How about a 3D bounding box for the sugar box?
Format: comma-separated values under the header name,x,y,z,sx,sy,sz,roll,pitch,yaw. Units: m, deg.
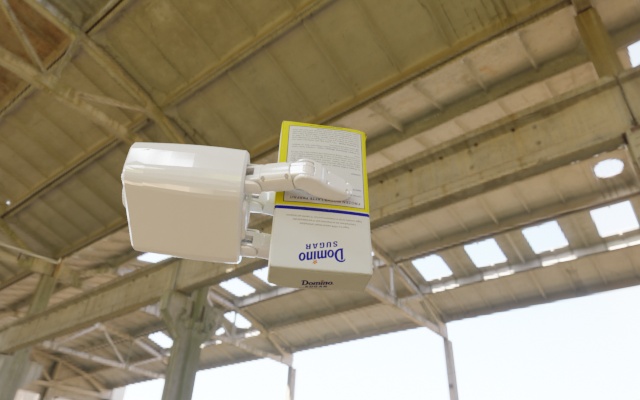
name,x,y,z,sx,sy,sz,roll,pitch,yaw
sugar box,0.000,0.002,0.475,0.093,0.176,0.048,6,-34,-5
